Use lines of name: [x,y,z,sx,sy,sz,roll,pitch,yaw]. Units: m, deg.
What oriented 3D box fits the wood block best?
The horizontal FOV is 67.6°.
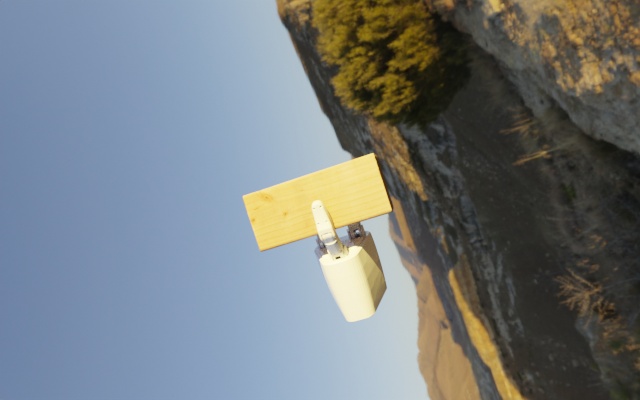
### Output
wood block: [0.000,0.003,0.737,0.206,0.090,0.091,-18,0,10]
